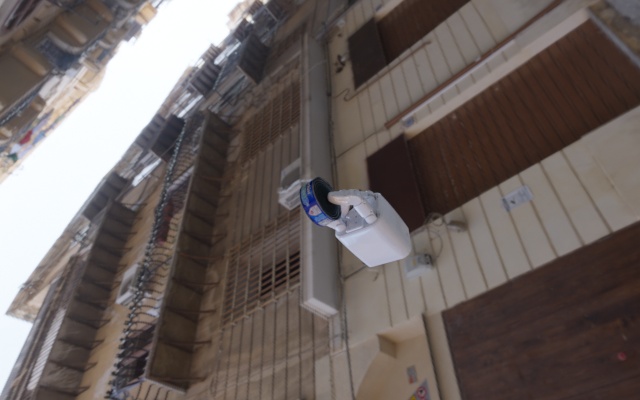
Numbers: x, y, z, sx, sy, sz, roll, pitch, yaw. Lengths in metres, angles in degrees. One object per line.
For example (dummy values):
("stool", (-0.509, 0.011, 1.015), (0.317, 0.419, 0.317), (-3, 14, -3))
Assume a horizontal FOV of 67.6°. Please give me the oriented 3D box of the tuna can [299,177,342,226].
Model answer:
("tuna can", (0.000, 0.003, 0.859), (0.034, 0.086, 0.086), (-28, -13, 25))
